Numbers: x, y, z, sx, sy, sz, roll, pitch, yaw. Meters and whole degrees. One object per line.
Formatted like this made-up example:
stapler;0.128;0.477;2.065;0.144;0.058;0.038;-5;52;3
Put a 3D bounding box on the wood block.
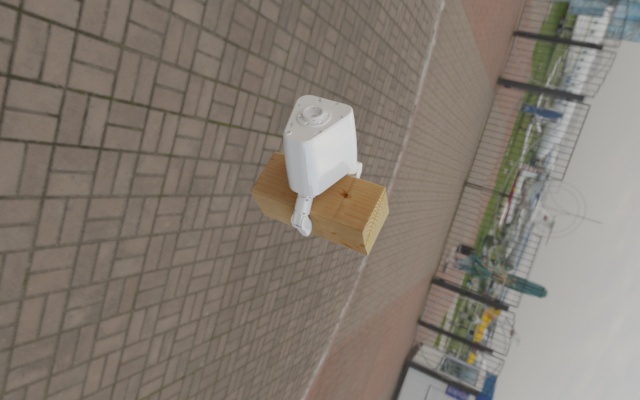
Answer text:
wood block;0.000;0.003;0.806;0.206;0.090;0.090;20;-24;22
